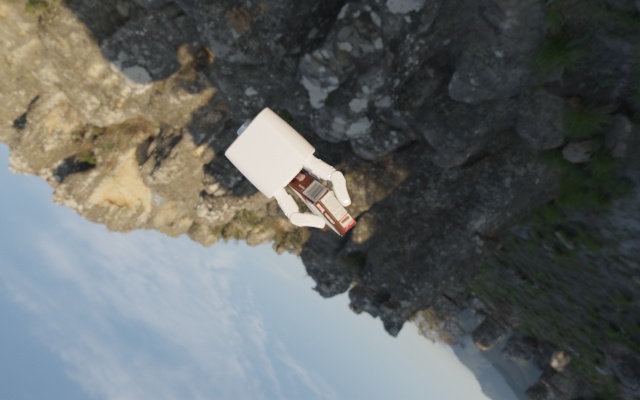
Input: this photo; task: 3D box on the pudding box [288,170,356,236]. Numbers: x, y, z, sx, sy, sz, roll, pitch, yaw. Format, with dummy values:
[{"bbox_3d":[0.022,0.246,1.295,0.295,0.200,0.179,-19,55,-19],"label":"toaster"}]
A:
[{"bbox_3d":[0.000,0.003,0.815,0.090,0.039,0.113,48,-5,-33],"label":"pudding box"}]
